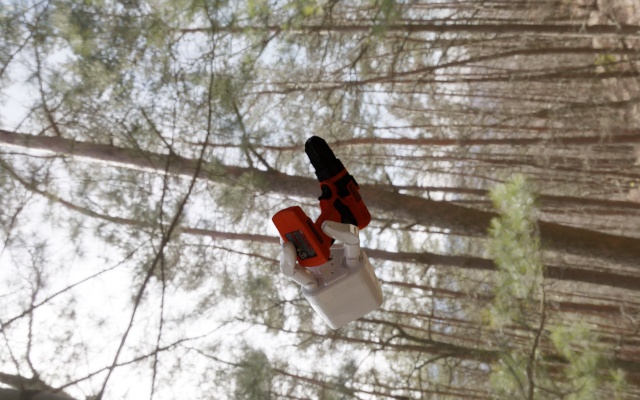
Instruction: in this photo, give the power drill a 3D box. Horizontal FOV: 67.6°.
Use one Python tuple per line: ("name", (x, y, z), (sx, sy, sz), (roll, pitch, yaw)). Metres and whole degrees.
("power drill", (0.000, 0.003, 0.772), (0.057, 0.184, 0.187), (-22, 16, 39))
